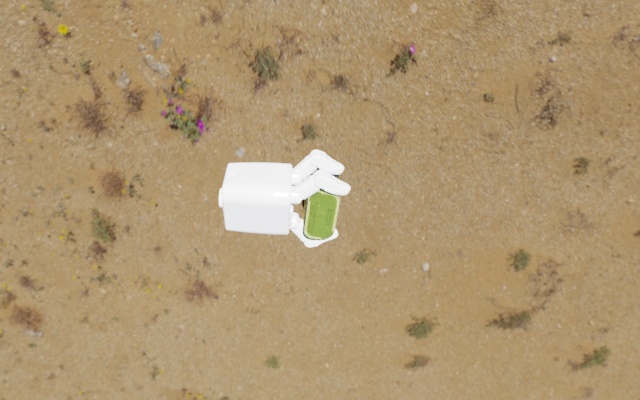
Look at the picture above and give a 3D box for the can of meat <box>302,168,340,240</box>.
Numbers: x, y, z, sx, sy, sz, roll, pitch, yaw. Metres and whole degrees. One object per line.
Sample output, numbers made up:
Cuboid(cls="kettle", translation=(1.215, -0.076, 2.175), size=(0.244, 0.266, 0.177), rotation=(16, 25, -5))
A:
Cuboid(cls="can of meat", translation=(0.000, 0.003, 0.798), size=(0.057, 0.102, 0.084), rotation=(5, 35, -5))
